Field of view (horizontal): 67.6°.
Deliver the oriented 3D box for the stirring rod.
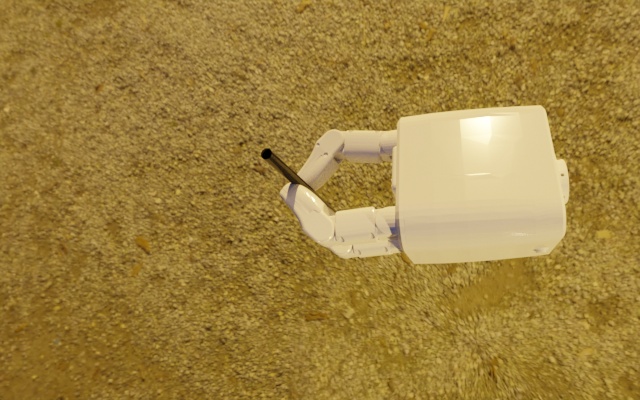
[{"bbox_3d":[0.000,0.001,0.426,0.011,0.011,0.239,0,-16,18],"label":"stirring rod"}]
